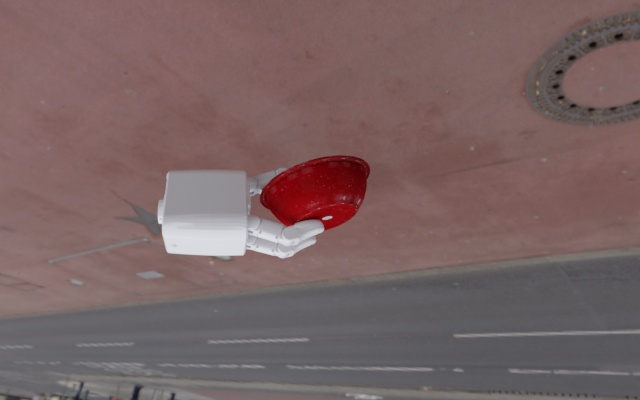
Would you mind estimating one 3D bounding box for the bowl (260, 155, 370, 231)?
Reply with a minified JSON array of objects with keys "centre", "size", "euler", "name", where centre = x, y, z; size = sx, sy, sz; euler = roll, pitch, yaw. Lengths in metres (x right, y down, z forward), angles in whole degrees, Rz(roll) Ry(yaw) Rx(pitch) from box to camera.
[{"centre":[0.002,0.002,0.666],"size":[0.162,0.055,0.162],"euler":[-15,-22,-6],"name":"bowl"}]
